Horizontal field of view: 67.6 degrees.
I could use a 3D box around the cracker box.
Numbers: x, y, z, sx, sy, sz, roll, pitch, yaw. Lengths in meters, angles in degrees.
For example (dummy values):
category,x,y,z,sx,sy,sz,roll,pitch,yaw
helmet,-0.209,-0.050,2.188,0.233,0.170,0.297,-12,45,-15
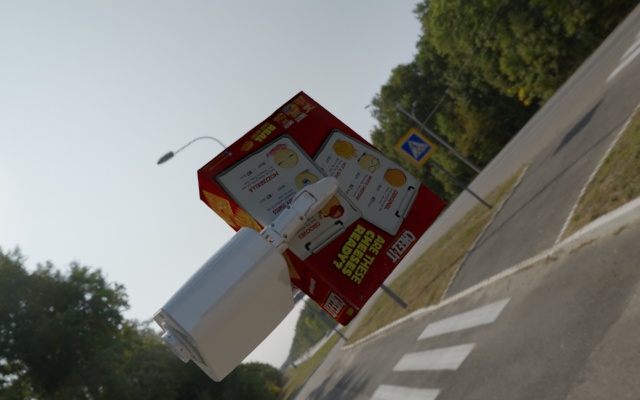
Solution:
category,x,y,z,sx,sy,sz,roll,pitch,yaw
cracker box,0.000,0.002,0.521,0.164,0.213,0.072,-44,-13,-28
